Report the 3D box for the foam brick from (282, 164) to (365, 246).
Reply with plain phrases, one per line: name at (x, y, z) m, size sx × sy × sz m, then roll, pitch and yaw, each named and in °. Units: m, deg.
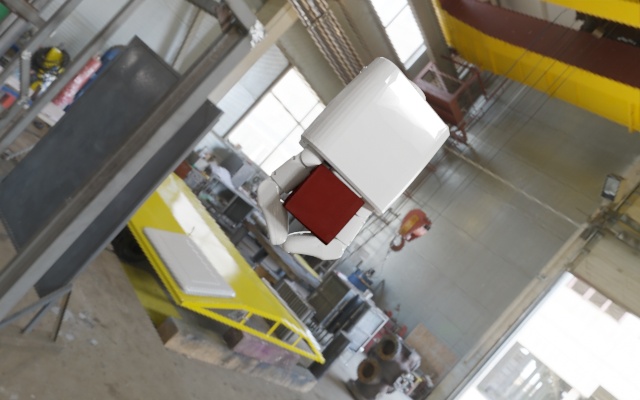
foam brick at (0.000, 0.002, 0.443) m, size 0.053 × 0.051 × 0.078 m, roll 43°, pitch -1°, yaw -6°
